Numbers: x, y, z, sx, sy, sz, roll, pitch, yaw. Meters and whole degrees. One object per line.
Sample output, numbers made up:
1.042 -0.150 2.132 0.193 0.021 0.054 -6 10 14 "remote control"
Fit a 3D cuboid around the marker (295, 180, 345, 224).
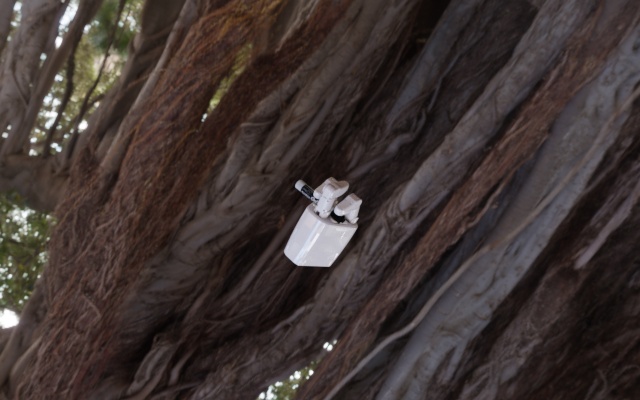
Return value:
0.000 0.003 0.894 0.121 0.020 0.020 40 18 24 "marker"
